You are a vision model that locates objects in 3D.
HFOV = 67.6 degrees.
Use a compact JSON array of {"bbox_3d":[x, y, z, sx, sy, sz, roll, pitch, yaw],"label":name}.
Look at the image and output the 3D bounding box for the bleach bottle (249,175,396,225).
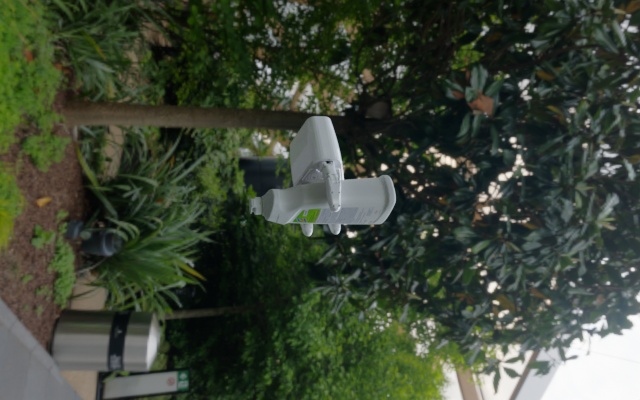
[{"bbox_3d":[0.000,0.003,0.860,0.251,0.068,0.103,-1,-33,-14],"label":"bleach bottle"}]
